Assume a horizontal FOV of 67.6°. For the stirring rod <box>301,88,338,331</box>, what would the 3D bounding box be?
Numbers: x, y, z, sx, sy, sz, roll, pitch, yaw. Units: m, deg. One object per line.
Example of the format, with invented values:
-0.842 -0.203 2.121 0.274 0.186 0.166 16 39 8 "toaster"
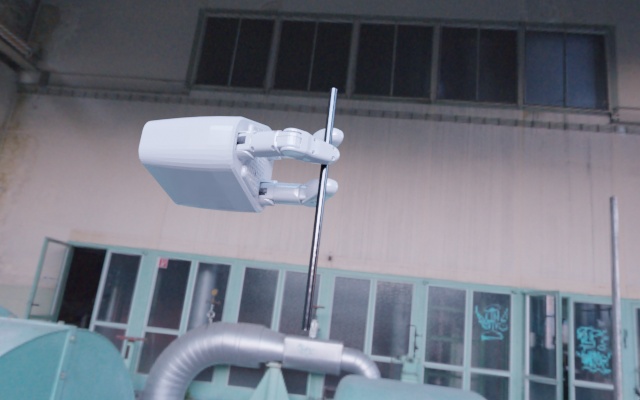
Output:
0.000 0.002 0.461 0.011 0.239 0.011 6 -15 2 "stirring rod"
